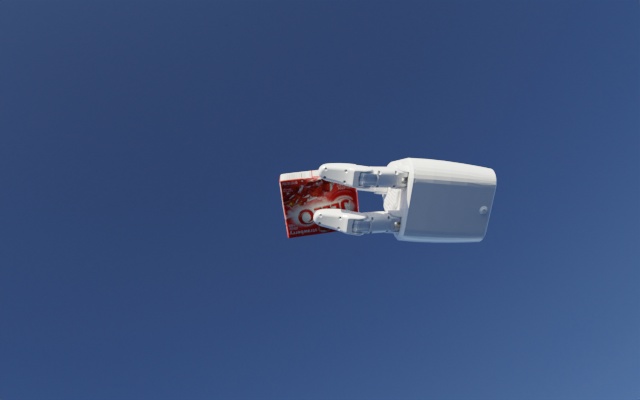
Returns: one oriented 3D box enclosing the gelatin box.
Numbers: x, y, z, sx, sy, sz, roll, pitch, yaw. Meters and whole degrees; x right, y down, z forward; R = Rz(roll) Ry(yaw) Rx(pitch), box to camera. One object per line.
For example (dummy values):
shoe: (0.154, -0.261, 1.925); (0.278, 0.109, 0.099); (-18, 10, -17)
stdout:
gelatin box: (0.000, 0.002, 0.569); (0.089, 0.073, 0.030); (-7, 19, 0)
